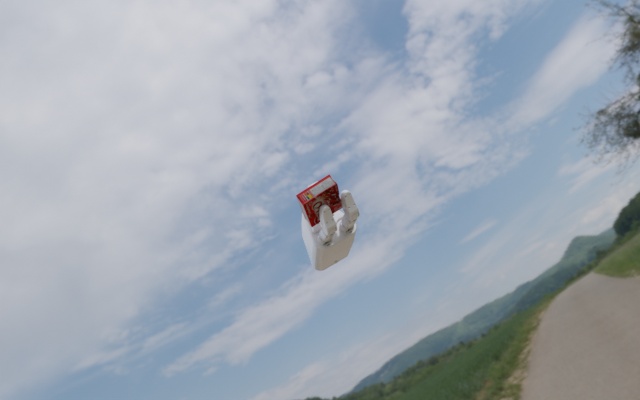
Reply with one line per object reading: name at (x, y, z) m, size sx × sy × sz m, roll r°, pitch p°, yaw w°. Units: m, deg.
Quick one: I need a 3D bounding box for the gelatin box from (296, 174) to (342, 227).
gelatin box at (0.000, 0.002, 0.879) m, size 0.073 × 0.030 × 0.089 m, roll -32°, pitch -31°, yaw -9°
